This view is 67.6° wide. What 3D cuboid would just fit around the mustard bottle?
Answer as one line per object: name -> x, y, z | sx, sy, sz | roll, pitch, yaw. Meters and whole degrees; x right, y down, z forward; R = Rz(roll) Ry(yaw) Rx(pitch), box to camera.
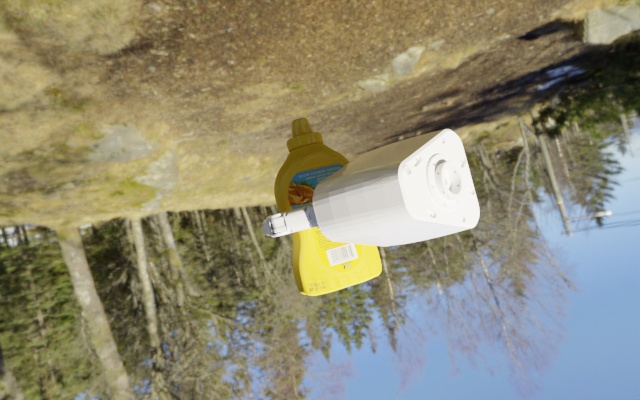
mustard bottle -> 0.000, 0.002, 0.533 | 0.096, 0.191, 0.058 | -14, -2, -19
